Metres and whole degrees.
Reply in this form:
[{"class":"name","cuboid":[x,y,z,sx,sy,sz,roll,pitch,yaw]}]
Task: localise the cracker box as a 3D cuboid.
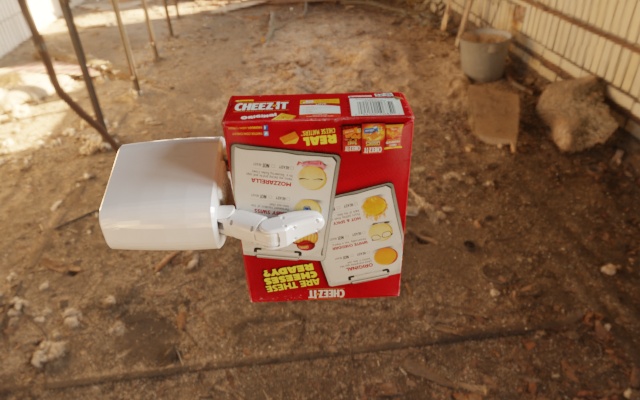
[{"class":"cracker box","cuboid":[0.000,0.002,0.481,0.164,0.214,0.072,-2,35,0]}]
